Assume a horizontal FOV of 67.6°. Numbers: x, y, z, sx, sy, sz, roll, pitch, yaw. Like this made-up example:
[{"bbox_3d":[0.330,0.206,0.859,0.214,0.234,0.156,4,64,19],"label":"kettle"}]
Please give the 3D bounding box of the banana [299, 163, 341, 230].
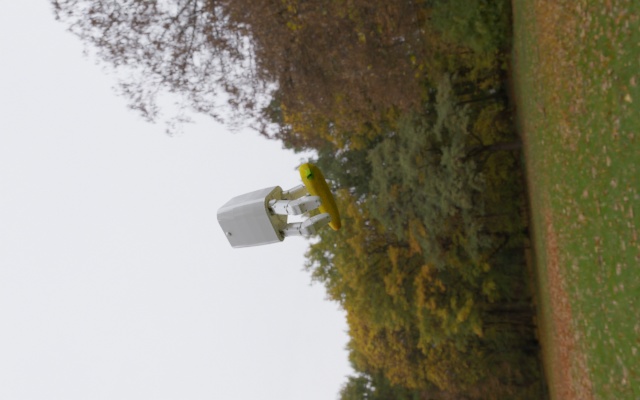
[{"bbox_3d":[-0.003,-0.014,0.888,0.037,0.069,0.198,-16,-34,11],"label":"banana"}]
